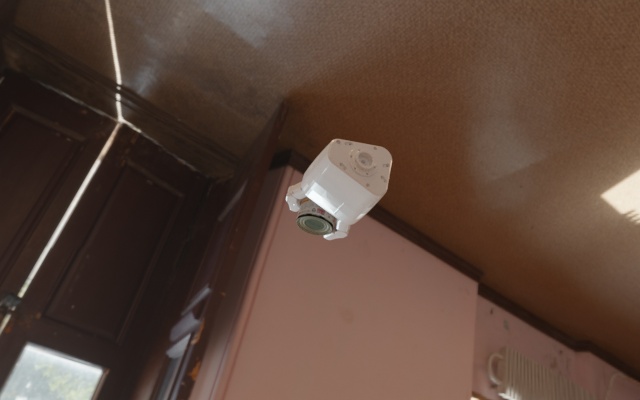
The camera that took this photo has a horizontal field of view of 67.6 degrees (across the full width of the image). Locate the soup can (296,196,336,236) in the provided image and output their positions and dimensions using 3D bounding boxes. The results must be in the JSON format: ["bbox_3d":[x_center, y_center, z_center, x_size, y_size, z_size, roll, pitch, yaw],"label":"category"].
[{"bbox_3d":[0.000,0.003,0.853,0.068,0.102,0.068,10,-32,6],"label":"soup can"}]
